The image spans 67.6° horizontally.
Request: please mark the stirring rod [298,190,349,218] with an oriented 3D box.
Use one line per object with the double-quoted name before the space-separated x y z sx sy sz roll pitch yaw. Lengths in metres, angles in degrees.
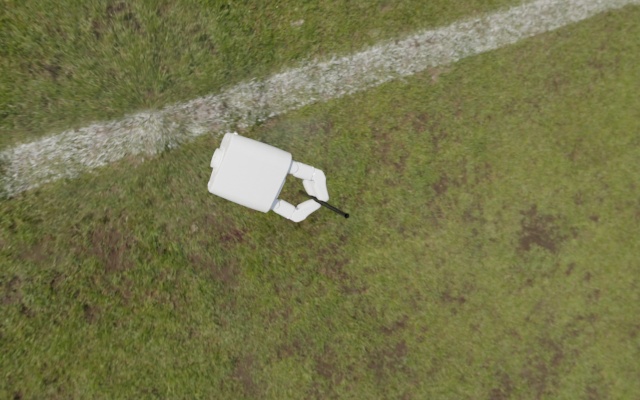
"stirring rod" 0.000 0.003 0.827 0.011 0.011 0.239 0 10 -20
